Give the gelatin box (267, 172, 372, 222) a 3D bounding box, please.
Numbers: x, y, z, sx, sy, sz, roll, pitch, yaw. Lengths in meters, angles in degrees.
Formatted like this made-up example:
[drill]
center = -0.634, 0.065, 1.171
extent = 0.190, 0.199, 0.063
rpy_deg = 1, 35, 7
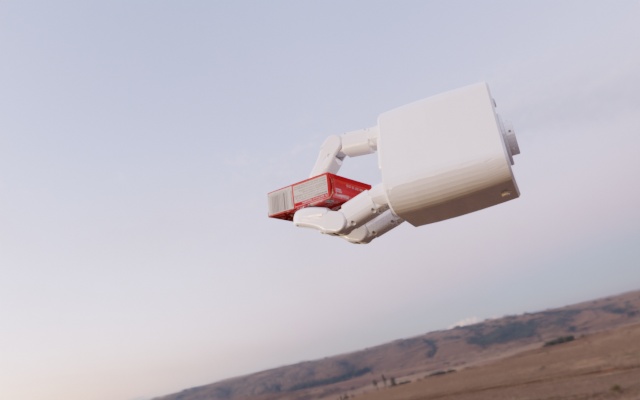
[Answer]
[gelatin box]
center = 0.000, 0.001, 0.503
extent = 0.089, 0.030, 0.073
rpy_deg = -17, -20, 37
